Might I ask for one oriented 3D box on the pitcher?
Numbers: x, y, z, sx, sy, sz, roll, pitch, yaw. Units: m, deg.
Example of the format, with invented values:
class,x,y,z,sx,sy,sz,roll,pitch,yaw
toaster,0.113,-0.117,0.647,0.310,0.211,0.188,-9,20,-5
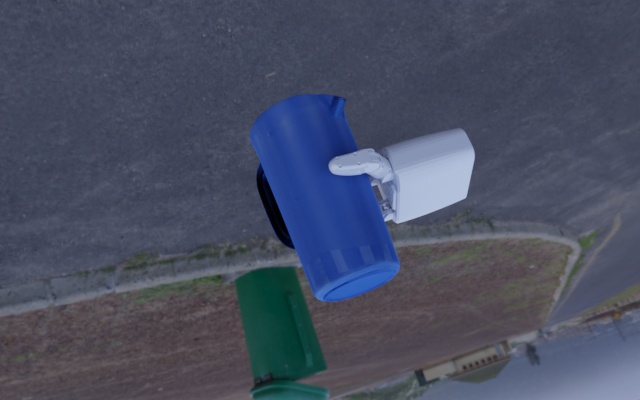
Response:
class,x,y,z,sx,sy,sz,roll,pitch,yaw
pitcher,0.000,0.002,0.609,0.145,0.242,0.149,-18,-23,-6
